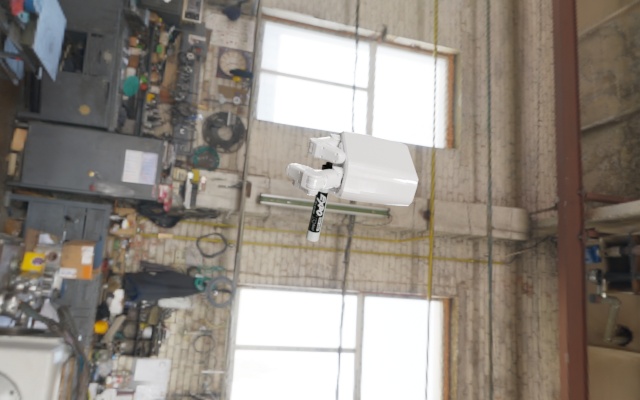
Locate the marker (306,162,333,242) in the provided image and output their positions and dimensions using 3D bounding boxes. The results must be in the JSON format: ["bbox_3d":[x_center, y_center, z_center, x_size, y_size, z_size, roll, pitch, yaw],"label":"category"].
[{"bbox_3d":[0.000,0.002,0.683,0.020,0.121,0.020,11,22,-5],"label":"marker"}]
